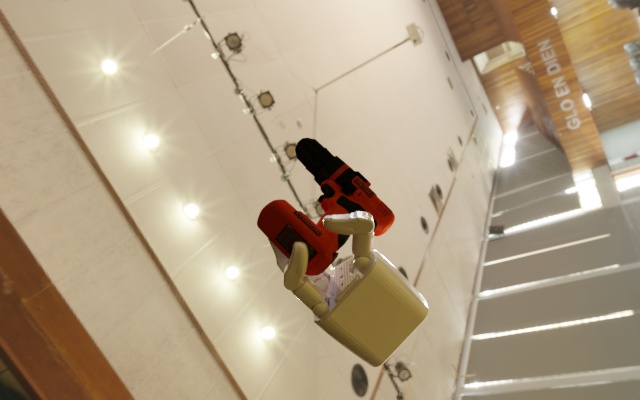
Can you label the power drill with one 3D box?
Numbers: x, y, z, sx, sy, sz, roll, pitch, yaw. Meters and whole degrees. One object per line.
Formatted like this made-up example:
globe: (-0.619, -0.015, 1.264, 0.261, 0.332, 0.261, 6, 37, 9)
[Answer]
power drill: (0.000, 0.003, 0.644, 0.187, 0.184, 0.057, -38, -11, -50)
